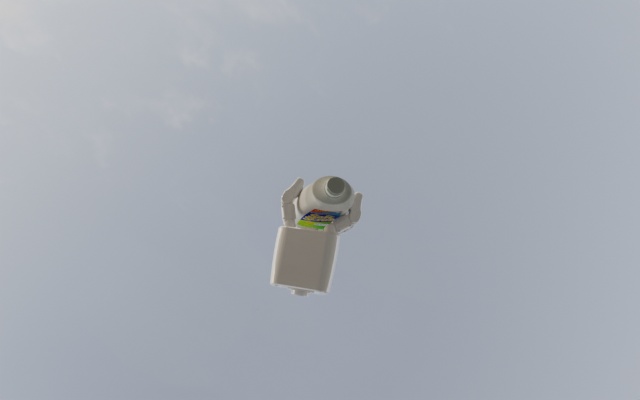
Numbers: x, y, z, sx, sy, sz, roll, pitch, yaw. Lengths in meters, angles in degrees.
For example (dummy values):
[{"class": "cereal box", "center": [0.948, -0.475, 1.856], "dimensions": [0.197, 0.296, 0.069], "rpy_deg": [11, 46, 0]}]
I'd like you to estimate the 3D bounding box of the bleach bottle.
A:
[{"class": "bleach bottle", "center": [0.000, 0.003, 0.872], "dimensions": [0.102, 0.068, 0.251], "rpy_deg": [9, -14, -5]}]
